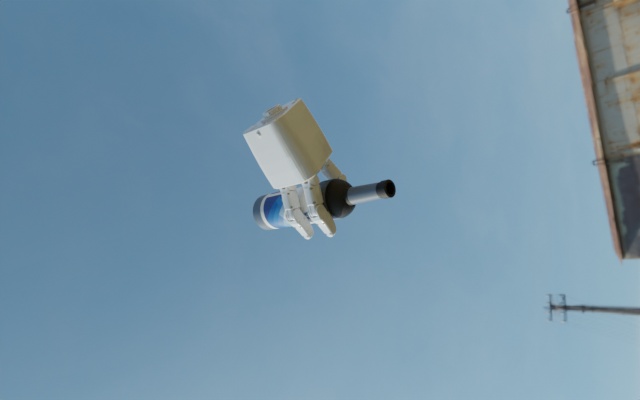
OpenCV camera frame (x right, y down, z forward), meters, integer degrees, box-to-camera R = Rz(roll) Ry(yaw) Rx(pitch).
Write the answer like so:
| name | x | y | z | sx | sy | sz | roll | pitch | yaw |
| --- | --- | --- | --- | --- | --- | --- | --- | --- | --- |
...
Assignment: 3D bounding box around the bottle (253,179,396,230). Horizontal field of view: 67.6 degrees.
| name | x | y | z | sx | sy | sz | roll | pitch | yaw |
| --- | --- | --- | --- | --- | --- | --- | --- | --- | --- |
| bottle | 0.000 | 0.003 | 0.802 | 0.069 | 0.069 | 0.296 | 0 | -8 | -44 |
